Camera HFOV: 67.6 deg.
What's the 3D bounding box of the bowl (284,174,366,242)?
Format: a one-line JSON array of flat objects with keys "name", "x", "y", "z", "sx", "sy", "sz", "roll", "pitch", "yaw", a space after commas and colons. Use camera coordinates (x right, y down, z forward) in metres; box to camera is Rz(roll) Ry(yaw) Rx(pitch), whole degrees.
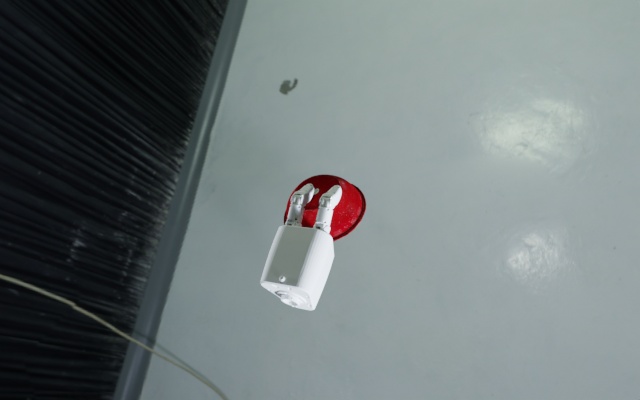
[{"name": "bowl", "x": 0.000, "y": 0.002, "z": 0.882, "sx": 0.162, "sy": 0.162, "sz": 0.055, "roll": 0, "pitch": -43, "yaw": 22}]
